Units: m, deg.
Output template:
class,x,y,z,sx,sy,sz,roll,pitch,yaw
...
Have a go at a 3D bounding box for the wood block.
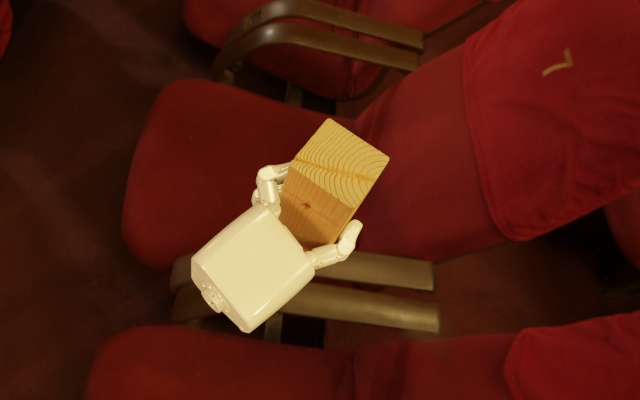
class,x,y,z,sx,sy,sz,roll,pitch,yaw
wood block,0.000,0.002,0.633,0.091,0.090,0.206,35,-30,4
